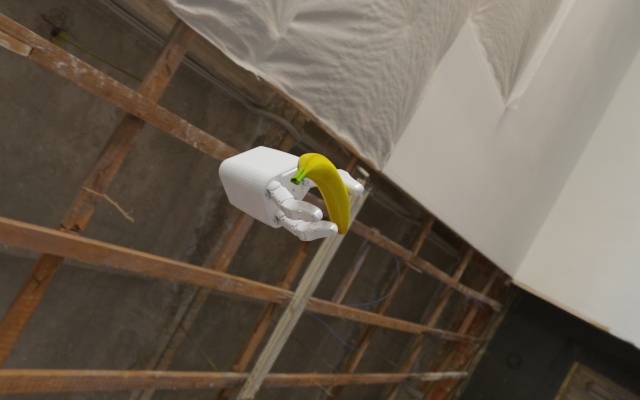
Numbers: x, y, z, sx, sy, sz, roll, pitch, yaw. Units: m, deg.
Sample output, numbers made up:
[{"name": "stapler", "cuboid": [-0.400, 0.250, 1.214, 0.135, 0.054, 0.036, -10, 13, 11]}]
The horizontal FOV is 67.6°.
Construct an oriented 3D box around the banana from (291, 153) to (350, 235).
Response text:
[{"name": "banana", "cuboid": [0.007, -0.015, 0.686, 0.037, 0.069, 0.198, 18, -16, 30]}]
